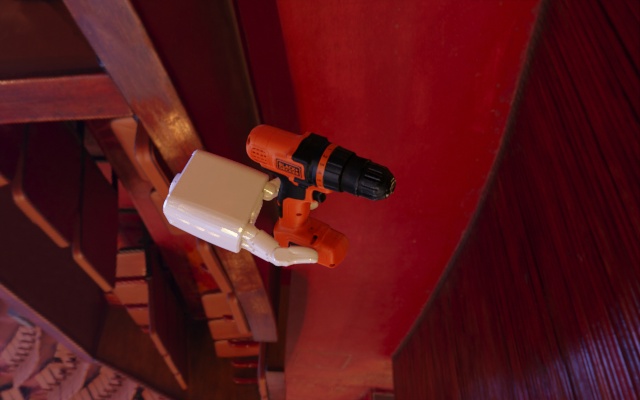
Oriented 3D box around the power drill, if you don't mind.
[{"bbox_3d":[0.000,0.002,0.597,0.184,0.188,0.057,22,50,20],"label":"power drill"}]
